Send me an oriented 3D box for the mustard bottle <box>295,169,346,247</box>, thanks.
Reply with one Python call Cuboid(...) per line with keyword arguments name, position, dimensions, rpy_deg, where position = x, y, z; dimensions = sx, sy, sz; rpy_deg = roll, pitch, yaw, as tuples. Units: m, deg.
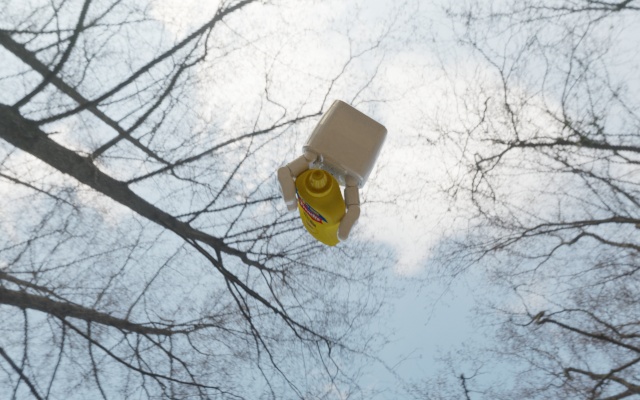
Cuboid(name="mustard bottle", position=(0.000, 0.003, 0.755), dimensions=(0.058, 0.096, 0.192), rpy_deg=(-36, -20, -14))
